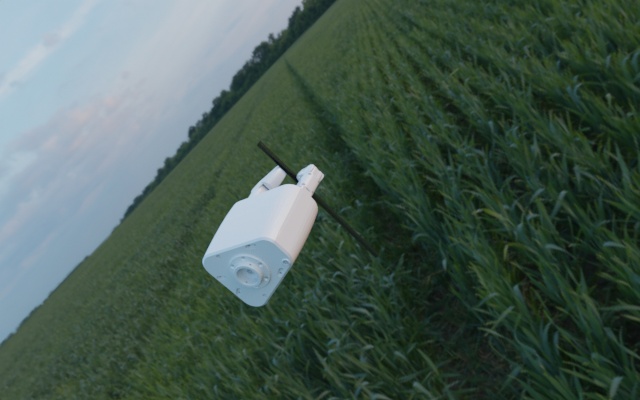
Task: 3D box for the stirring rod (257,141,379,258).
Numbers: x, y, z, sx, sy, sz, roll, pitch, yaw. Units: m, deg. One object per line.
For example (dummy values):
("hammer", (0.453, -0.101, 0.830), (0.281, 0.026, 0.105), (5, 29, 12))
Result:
("stirring rod", (0.000, 0.002, 0.680), (0.239, 0.011, 0.011), (44, -14, -15))
